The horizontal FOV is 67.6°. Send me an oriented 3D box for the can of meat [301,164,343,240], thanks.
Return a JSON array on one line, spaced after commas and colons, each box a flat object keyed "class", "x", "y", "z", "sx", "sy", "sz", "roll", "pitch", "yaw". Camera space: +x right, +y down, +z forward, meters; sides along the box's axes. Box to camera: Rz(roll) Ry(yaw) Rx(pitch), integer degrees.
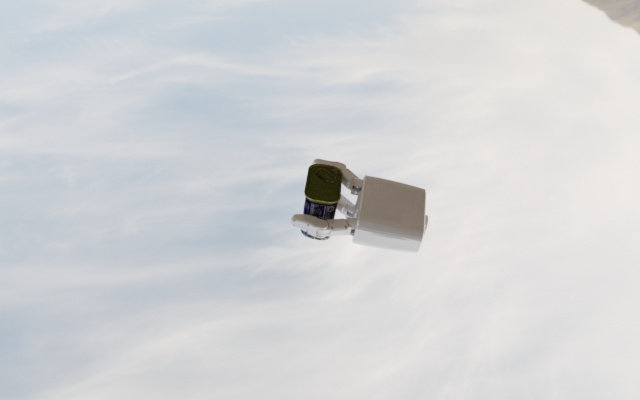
[{"class": "can of meat", "x": 0.000, "y": 0.003, "z": 0.786, "sx": 0.057, "sy": 0.084, "sz": 0.102, "roll": 9, "pitch": 38, "yaw": -1}]
